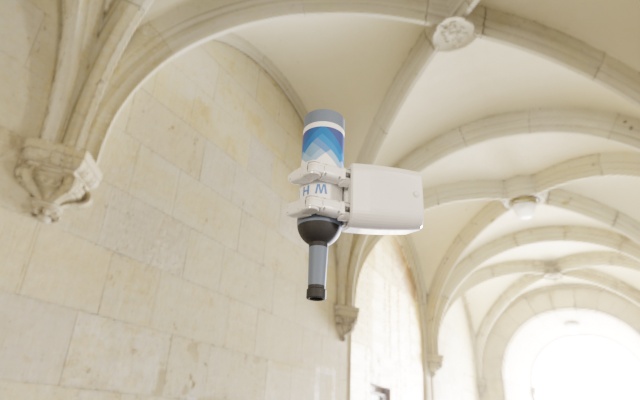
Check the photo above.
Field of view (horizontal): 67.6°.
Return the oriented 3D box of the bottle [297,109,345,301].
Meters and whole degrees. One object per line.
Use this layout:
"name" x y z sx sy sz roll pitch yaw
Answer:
"bottle" 0.000 0.002 0.716 0.069 0.295 0.069 2 -26 1
